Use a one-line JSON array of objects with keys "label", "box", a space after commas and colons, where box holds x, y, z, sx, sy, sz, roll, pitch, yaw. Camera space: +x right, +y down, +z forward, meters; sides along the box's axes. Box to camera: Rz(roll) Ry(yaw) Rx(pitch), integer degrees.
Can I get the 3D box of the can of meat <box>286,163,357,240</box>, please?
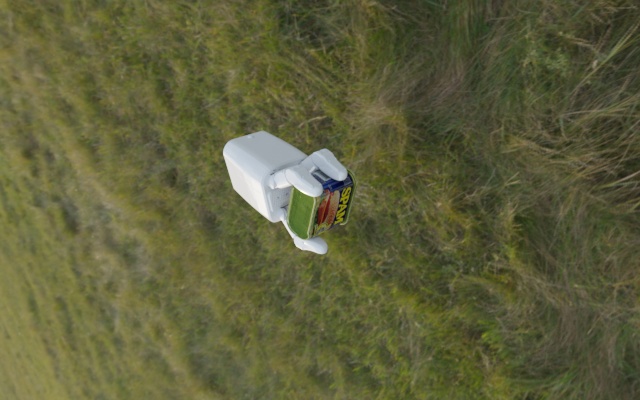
[{"label": "can of meat", "box": [0.000, 0.003, 0.713, 0.084, 0.102, 0.057, -24, 50, -39]}]
